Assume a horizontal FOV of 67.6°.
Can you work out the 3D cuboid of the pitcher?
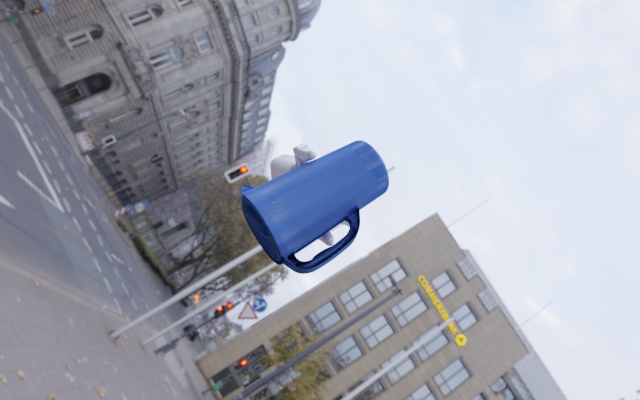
[{"bbox_3d":[0.000,0.003,0.810,0.243,0.149,0.145,-30,23,-19],"label":"pitcher"}]
